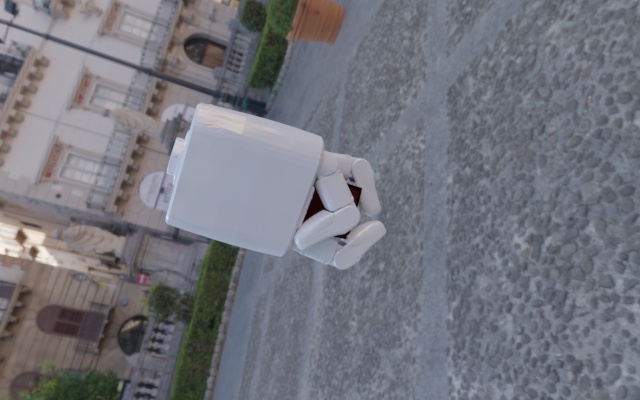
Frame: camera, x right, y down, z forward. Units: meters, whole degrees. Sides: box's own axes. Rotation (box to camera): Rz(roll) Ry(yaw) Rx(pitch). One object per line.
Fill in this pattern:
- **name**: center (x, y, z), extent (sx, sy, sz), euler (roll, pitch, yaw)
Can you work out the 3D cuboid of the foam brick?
- **foam brick**: center (0.000, 0.002, 0.472), extent (0.051, 0.053, 0.078), euler (16, 2, -15)
